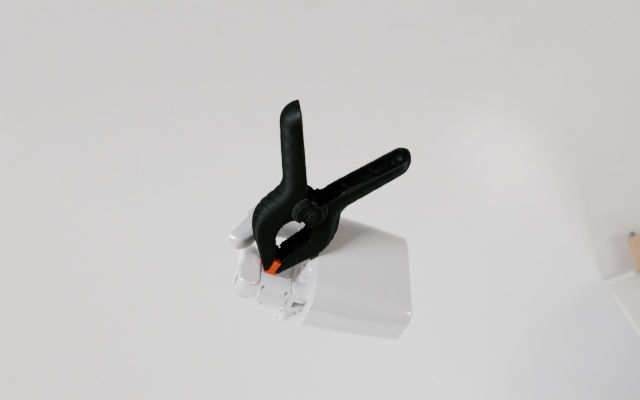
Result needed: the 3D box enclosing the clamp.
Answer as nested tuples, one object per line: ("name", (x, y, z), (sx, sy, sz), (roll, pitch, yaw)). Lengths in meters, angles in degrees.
("clamp", (0.000, 0.002, 0.422), (0.120, 0.172, 0.039), (15, 35, -15))
